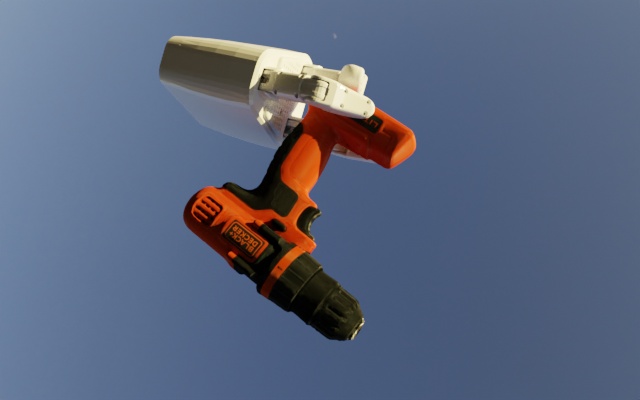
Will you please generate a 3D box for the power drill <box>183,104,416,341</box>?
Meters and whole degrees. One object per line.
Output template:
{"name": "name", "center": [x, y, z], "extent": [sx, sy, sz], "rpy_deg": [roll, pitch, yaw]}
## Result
{"name": "power drill", "center": [0.000, 0.001, 0.418], "extent": [0.184, 0.187, 0.057], "rpy_deg": [36, -12, 12]}
